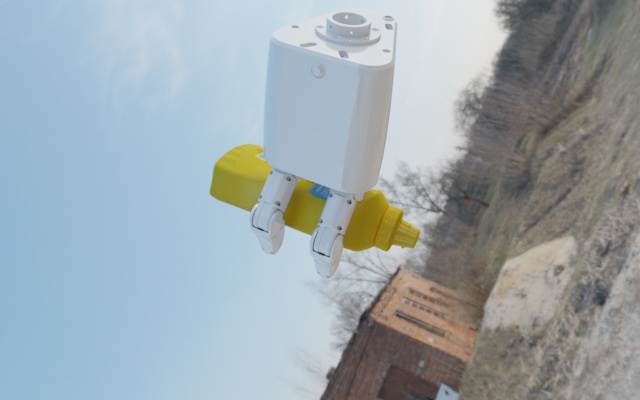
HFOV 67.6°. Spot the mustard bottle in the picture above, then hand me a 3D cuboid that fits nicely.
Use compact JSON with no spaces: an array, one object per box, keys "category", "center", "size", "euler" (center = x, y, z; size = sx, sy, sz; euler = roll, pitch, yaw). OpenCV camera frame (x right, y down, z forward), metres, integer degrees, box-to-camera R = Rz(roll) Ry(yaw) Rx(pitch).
[{"category":"mustard bottle","center":[0.000,0.002,0.450],"size":[0.191,0.058,0.096],"euler":[20,18,16]}]
